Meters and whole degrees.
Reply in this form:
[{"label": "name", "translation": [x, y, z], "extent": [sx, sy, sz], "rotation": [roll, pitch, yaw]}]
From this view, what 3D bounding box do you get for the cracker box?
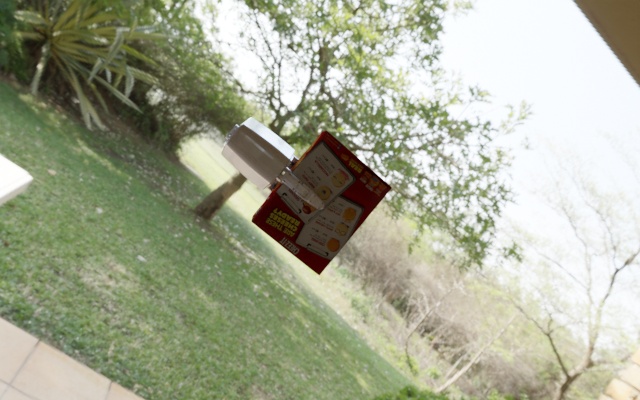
[{"label": "cracker box", "translation": [0.000, 0.003, 0.895], "extent": [0.164, 0.213, 0.072], "rotation": [40, 0, -9]}]
